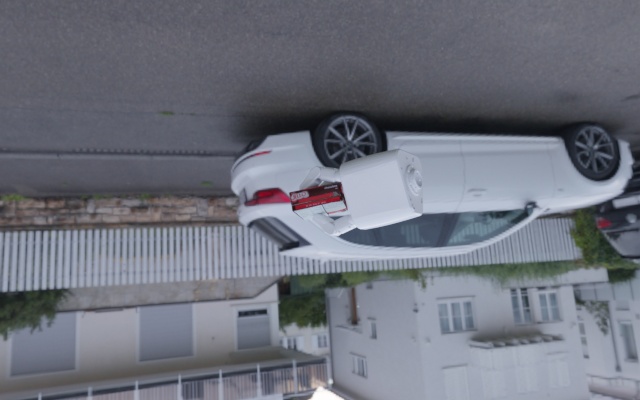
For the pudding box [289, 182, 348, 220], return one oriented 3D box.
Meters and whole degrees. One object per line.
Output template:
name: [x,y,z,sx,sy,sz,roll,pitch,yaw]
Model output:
pudding box: [0.000,0.003,0.845,0.090,0.039,0.113,-11,-14,6]
